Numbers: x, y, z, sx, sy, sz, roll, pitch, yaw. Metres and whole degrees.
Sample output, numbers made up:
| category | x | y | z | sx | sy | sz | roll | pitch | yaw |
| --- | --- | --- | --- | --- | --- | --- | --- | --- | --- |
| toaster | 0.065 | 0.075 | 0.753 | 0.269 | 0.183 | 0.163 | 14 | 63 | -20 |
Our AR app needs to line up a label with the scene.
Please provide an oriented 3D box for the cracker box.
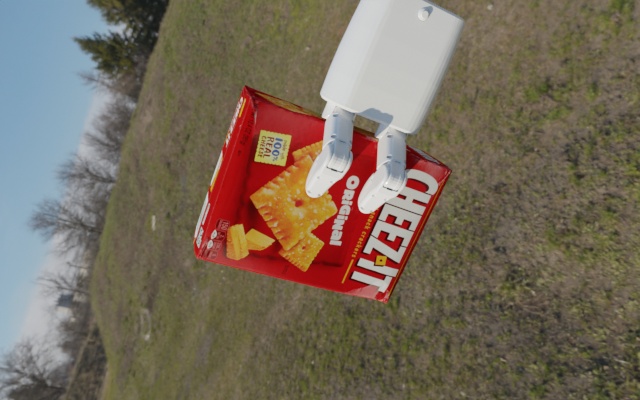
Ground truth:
| category | x | y | z | sx | sy | sz | roll | pitch | yaw |
| --- | --- | --- | --- | --- | --- | --- | --- | --- | --- |
| cracker box | 0.000 | 0.001 | 0.481 | 0.214 | 0.164 | 0.072 | 17 | 17 | -19 |
